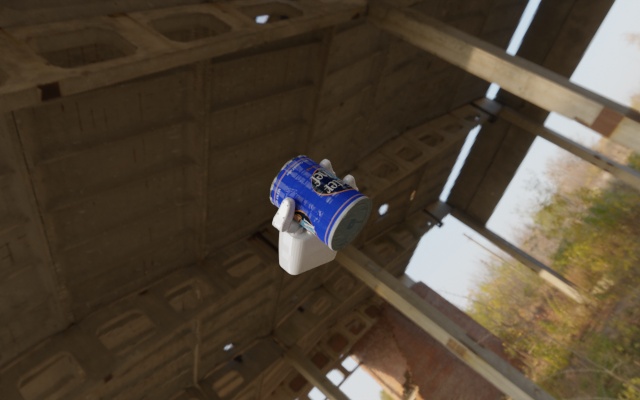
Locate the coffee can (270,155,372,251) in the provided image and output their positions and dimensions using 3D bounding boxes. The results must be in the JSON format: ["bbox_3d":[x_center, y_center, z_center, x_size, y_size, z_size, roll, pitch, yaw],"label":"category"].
[{"bbox_3d":[0.000,0.003,0.797,0.140,0.103,0.103,36,17,25],"label":"coffee can"}]
